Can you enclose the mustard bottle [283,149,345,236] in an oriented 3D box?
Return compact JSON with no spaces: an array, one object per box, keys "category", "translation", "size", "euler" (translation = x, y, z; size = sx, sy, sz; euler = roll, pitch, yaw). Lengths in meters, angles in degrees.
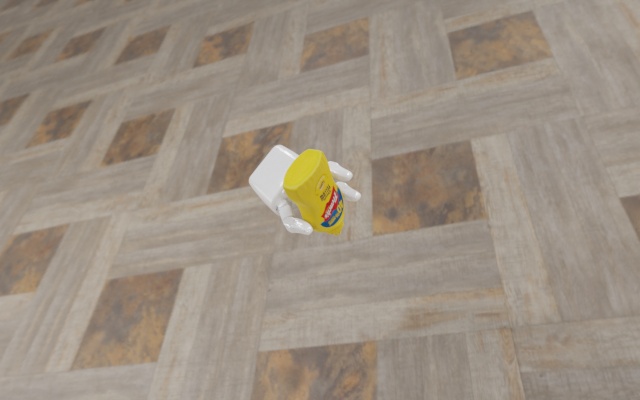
[{"category":"mustard bottle","translation":[0.000,0.003,0.883],"size":[0.058,0.096,0.192],"euler":[12,-33,33]}]
